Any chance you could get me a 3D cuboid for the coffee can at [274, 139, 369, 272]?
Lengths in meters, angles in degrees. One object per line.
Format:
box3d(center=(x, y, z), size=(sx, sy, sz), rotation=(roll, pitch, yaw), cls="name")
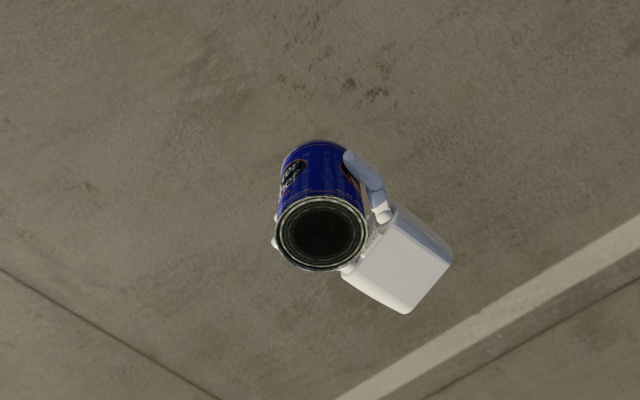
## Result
box3d(center=(0.000, 0.002, 0.574), size=(0.103, 0.103, 0.140), rotation=(0, 32, -1), cls="coffee can")
